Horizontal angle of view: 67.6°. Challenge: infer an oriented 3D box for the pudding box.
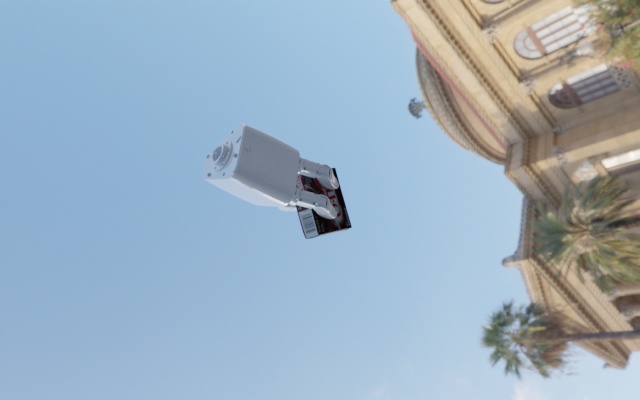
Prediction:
[{"bbox_3d":[0.000,0.003,0.810,0.039,0.113,0.090,-18,-6,42],"label":"pudding box"}]
